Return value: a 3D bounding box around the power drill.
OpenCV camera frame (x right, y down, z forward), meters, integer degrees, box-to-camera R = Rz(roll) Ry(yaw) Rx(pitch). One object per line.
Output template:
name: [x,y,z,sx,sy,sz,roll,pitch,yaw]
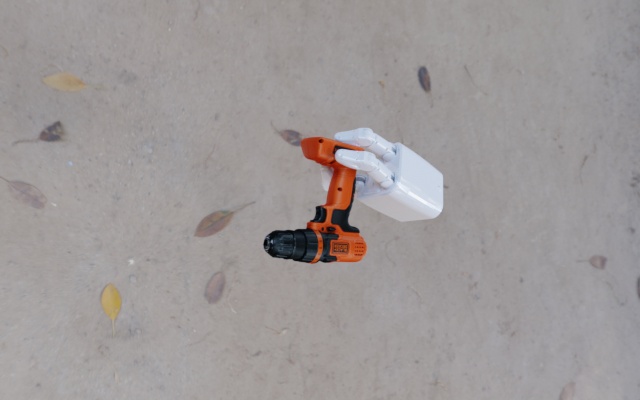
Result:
power drill: [0.000,0.002,0.726,0.184,0.187,0.057,8,-3,-40]
